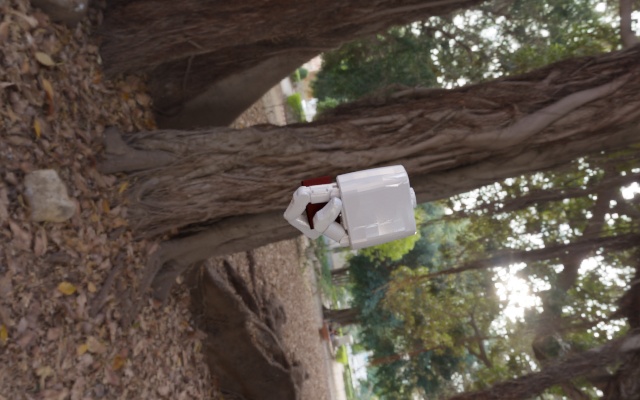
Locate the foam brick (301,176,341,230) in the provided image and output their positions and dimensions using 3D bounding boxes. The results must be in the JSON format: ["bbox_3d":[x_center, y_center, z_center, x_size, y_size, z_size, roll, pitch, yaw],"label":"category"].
[{"bbox_3d":[0.000,0.002,0.786,0.051,0.053,0.078,-12,32,1],"label":"foam brick"}]
